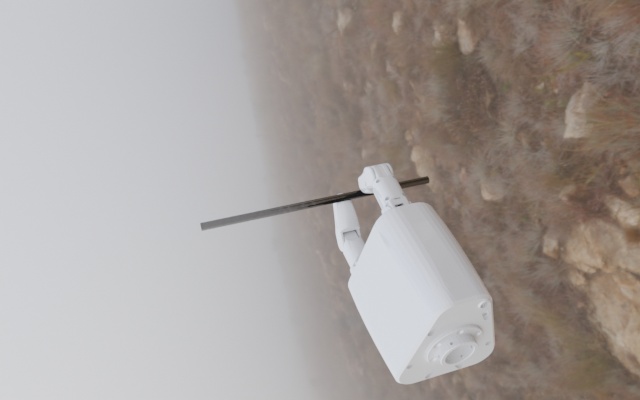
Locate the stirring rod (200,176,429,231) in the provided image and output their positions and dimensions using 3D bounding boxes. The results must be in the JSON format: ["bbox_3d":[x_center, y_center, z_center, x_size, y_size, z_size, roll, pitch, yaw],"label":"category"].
[{"bbox_3d":[0.000,0.002,0.485,0.239,0.011,0.011,-12,3,-13],"label":"stirring rod"}]
